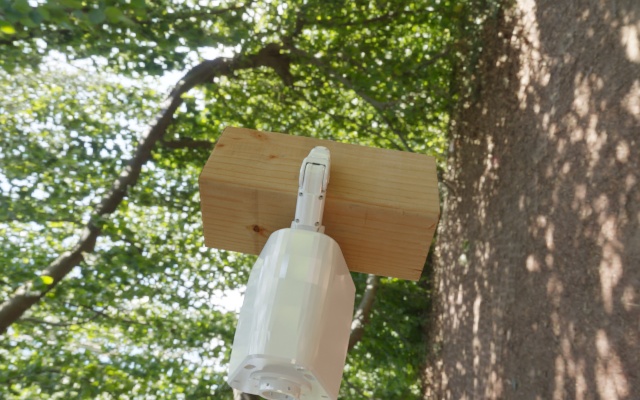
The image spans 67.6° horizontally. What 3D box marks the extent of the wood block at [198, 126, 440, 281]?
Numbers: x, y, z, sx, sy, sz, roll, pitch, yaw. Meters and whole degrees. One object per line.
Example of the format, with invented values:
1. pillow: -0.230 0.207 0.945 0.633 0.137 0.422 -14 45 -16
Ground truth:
1. wood block: 0.000 0.002 0.458 0.206 0.091 0.090 9 40 3
